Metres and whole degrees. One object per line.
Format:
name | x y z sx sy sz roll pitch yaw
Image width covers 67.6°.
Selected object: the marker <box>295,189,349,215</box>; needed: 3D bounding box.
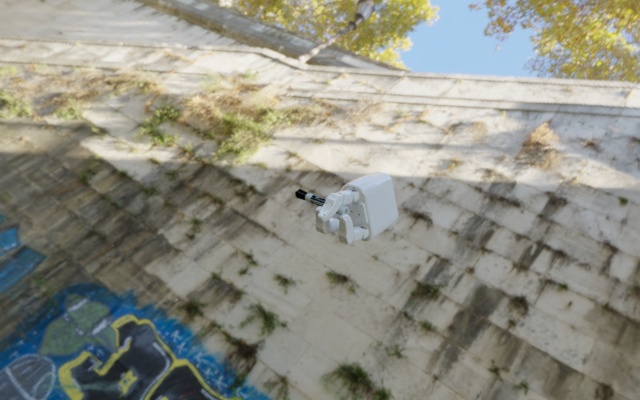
marker | 0.000 0.003 0.899 0.121 0.020 0.020 21 12 34
